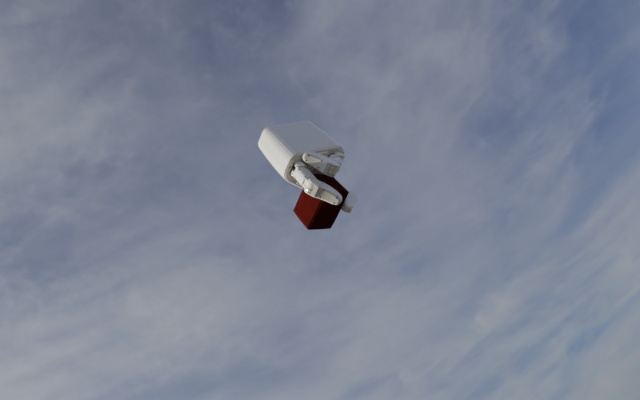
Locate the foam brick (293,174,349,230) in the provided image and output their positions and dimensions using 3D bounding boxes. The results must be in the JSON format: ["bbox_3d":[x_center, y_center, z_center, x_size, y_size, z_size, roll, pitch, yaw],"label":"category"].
[{"bbox_3d":[0.000,0.003,0.791,0.053,0.078,0.051,2,33,-43],"label":"foam brick"}]
